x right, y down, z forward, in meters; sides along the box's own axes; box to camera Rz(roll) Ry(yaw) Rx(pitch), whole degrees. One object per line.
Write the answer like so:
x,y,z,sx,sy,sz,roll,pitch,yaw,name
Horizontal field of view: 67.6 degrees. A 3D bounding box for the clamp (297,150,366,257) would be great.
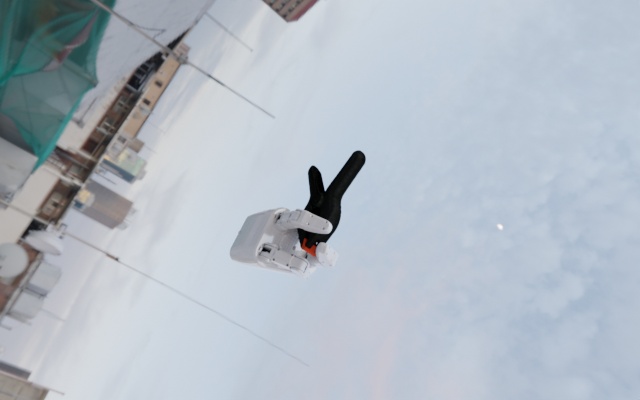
0.001,0.003,0.735,0.039,0.171,0.120,35,-22,-25,clamp
